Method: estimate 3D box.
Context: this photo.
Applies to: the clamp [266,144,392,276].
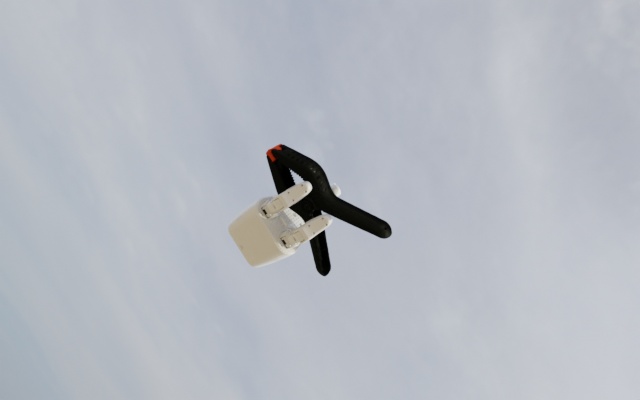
[{"bbox_3d":[0.000,0.002,0.694,0.164,0.210,0.036,-30,4,44],"label":"clamp"}]
